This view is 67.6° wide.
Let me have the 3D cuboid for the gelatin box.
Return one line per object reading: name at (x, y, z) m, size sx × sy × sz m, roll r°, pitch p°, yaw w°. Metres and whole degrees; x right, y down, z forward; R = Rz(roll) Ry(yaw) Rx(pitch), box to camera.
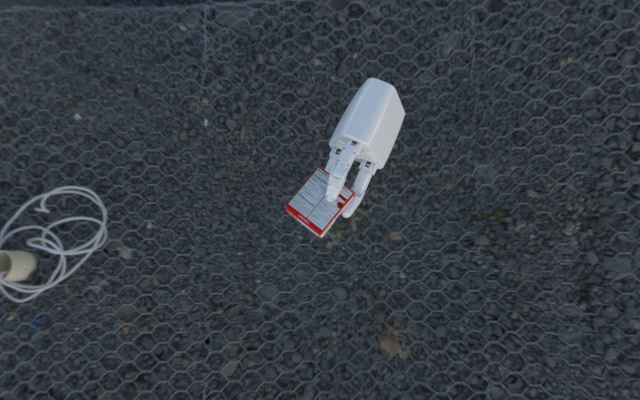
gelatin box at (0.000, 0.003, 0.752) m, size 0.073 × 0.089 × 0.030 m, roll 37°, pitch -11°, yaw 11°
